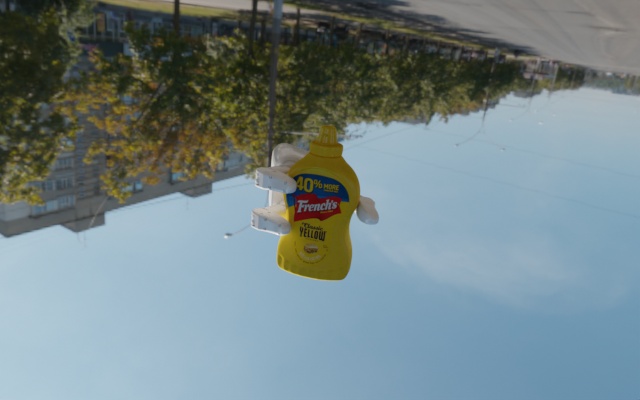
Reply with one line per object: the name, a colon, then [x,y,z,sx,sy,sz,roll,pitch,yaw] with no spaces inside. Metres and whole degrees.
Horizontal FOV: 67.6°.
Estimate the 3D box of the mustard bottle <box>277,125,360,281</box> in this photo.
mustard bottle: [0.000,0.002,0.601,0.096,0.192,0.058,11,18,13]
